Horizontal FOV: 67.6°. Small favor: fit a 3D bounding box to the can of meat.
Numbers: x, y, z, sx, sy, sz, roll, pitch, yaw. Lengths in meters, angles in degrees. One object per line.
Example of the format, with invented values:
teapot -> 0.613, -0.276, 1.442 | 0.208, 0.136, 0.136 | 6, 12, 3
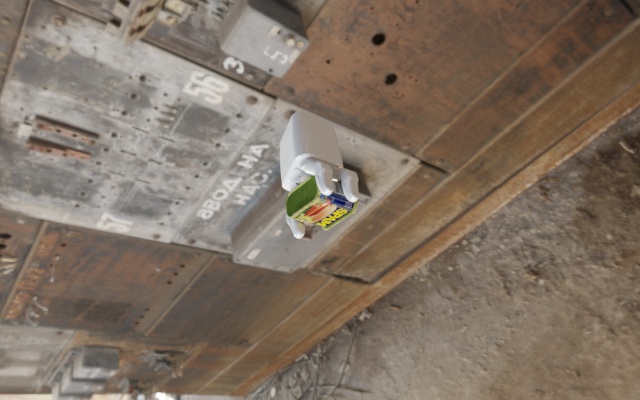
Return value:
can of meat -> 0.000, 0.003, 0.823 | 0.084, 0.057, 0.102 | 17, -36, -34
